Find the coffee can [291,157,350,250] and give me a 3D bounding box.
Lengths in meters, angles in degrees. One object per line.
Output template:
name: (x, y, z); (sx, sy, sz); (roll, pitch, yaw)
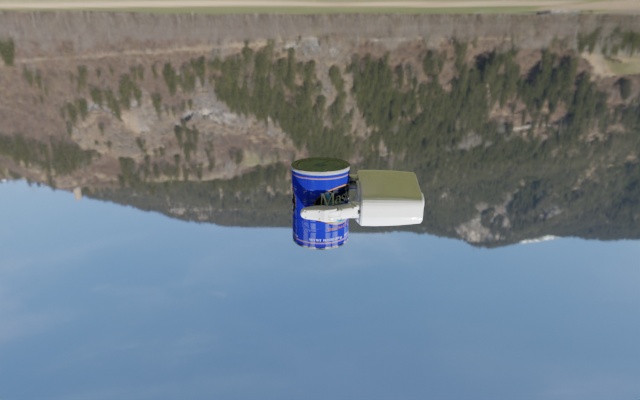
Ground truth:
coffee can: (0.000, 0.003, 0.850); (0.103, 0.140, 0.102); (0, 19, 0)
